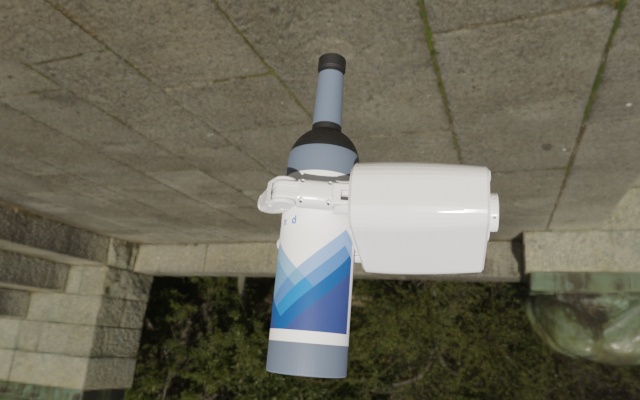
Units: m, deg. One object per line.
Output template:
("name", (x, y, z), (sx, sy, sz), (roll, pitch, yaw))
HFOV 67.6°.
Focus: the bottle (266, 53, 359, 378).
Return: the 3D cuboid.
("bottle", (0.000, 0.002, 0.433), (0.069, 0.295, 0.069), (4, -16, 1))
